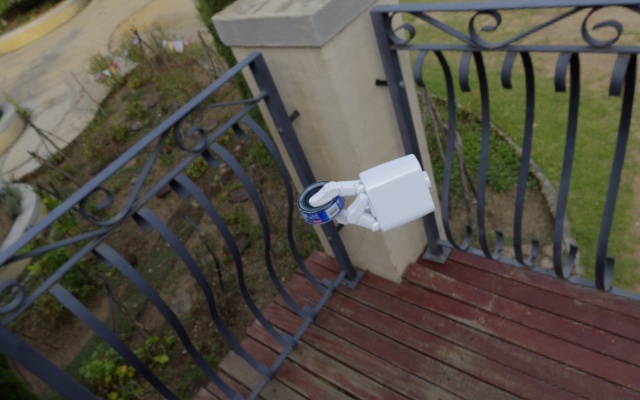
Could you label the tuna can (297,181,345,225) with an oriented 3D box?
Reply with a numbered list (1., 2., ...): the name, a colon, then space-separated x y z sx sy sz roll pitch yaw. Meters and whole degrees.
1. tuna can: 0.000 0.003 0.898 0.086 0.086 0.034 0 -43 32
